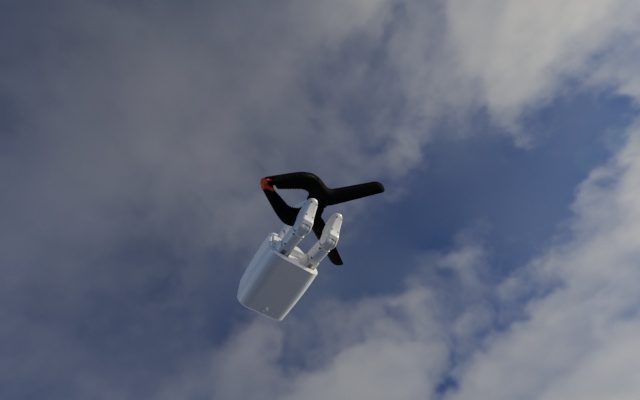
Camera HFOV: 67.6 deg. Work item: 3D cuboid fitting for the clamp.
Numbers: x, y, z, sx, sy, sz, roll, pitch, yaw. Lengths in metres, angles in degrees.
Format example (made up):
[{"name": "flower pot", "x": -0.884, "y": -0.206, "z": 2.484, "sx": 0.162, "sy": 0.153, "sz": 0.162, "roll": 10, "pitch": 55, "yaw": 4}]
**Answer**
[{"name": "clamp", "x": -0.001, "y": 0.002, "z": 0.798, "sx": 0.210, "sy": 0.164, "sz": 0.036, "roll": 31, "pitch": 6, "yaw": -27}]
